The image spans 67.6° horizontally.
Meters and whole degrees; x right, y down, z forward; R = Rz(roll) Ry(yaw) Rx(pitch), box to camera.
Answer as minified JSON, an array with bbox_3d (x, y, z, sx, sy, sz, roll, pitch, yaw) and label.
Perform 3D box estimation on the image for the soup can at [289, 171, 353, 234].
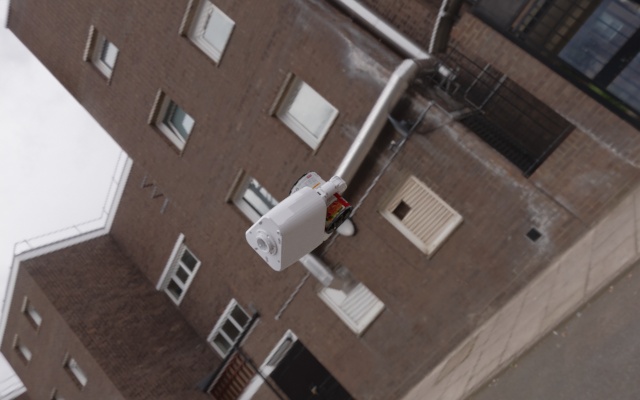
[{"bbox_3d":[0.000,0.002,0.875,0.102,0.068,0.068,43,14,16],"label":"soup can"}]
